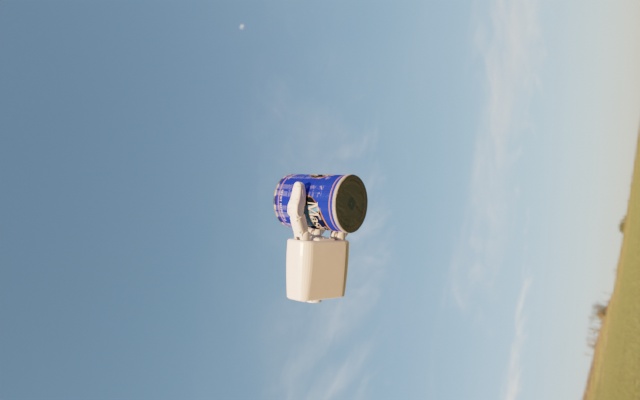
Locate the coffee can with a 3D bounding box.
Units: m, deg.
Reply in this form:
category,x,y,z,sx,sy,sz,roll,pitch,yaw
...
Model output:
category,x,y,z,sx,sy,sz,roll,pitch,yaw
coffee can,0.000,0.003,0.871,0.140,0.103,0.103,3,2,37
